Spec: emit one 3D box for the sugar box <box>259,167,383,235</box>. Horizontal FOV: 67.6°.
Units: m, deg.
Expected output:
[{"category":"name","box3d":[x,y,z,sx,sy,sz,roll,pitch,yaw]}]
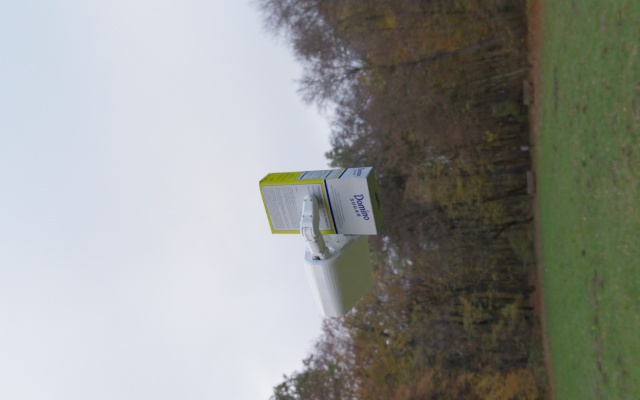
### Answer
[{"category":"sugar box","box3d":[0.000,0.002,0.714,0.176,0.093,0.048,-2,27,22]}]
